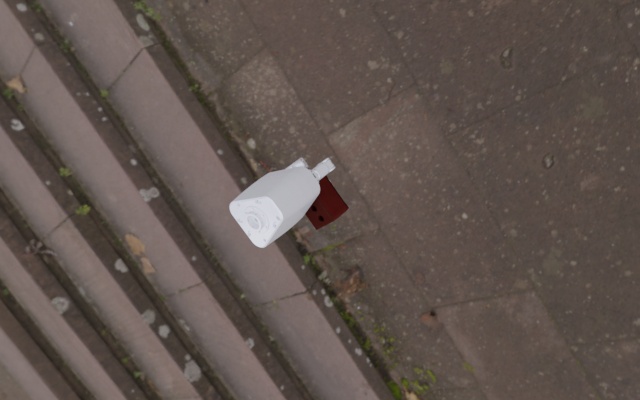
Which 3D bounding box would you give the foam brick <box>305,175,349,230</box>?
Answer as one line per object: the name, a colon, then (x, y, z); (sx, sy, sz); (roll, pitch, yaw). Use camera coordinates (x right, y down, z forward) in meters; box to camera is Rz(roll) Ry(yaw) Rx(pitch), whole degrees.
foam brick: (0.000, 0.003, 0.848); (0.053, 0.078, 0.051); (-30, 8, 44)
